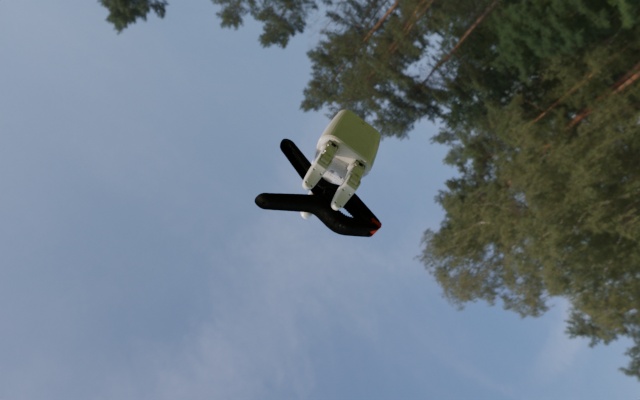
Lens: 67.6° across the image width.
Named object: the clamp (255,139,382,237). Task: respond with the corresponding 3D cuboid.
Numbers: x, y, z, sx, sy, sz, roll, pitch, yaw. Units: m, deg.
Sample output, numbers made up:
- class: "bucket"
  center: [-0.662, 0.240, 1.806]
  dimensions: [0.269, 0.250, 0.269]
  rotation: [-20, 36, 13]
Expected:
- class: "clamp"
  center: [0.000, 0.003, 0.747]
  dimensions: [0.210, 0.036, 0.164]
  rotation: [35, 39, -7]
